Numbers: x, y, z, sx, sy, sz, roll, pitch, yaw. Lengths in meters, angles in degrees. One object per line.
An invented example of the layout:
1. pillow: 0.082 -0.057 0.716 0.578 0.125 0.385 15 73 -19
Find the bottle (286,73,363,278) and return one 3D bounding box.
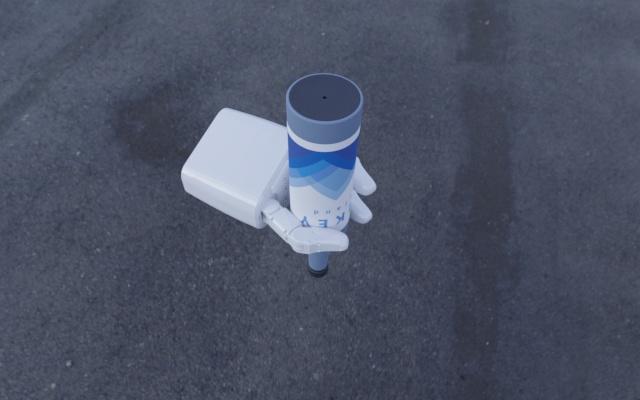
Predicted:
1. bottle: 0.000 0.002 0.525 0.069 0.069 0.296 0 -38 -2
